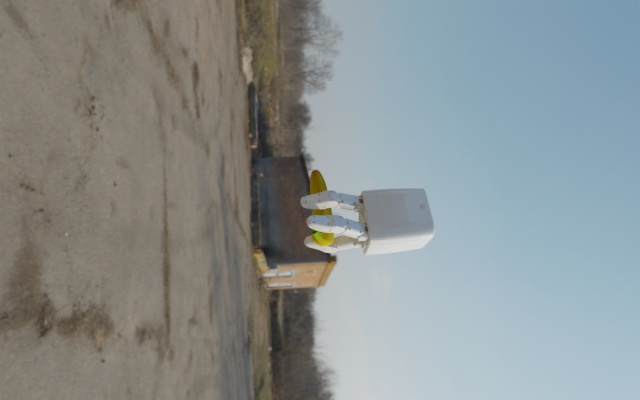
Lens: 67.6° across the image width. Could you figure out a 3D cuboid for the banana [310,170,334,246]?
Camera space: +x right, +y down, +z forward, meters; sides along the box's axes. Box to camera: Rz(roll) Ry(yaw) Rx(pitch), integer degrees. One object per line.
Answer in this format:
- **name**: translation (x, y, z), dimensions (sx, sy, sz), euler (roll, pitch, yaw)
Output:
- **banana**: translation (0.002, 0.020, 0.827), dimensions (0.037, 0.070, 0.197), euler (-6, 33, 1)
